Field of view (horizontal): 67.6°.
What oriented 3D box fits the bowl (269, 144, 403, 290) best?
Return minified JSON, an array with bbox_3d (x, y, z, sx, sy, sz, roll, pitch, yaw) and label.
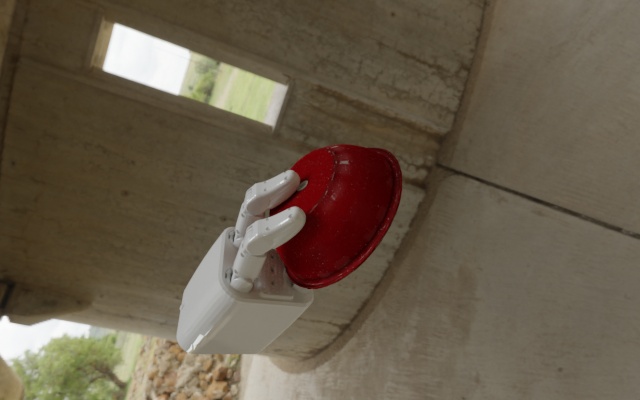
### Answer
[{"bbox_3d":[0.001,0.000,0.466,0.055,0.162,0.162,36,-20,-30],"label":"bowl"}]
